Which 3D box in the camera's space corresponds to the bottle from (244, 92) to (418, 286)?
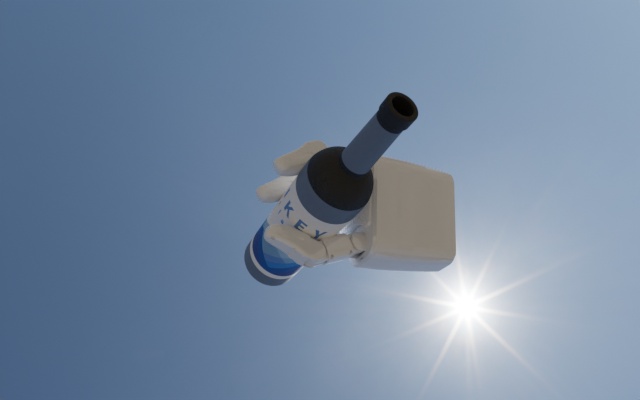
[{"bbox_3d":[0.000,0.002,0.463,0.069,0.069,0.296,0,-29,-28],"label":"bottle"}]
